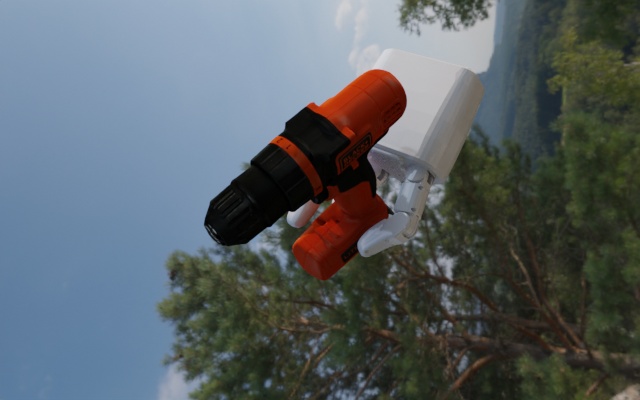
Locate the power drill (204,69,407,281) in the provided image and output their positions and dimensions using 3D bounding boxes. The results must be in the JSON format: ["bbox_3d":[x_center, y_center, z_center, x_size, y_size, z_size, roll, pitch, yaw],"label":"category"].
[{"bbox_3d":[0.000,0.001,0.413,0.184,0.057,0.188,-40,-26,-15],"label":"power drill"}]
